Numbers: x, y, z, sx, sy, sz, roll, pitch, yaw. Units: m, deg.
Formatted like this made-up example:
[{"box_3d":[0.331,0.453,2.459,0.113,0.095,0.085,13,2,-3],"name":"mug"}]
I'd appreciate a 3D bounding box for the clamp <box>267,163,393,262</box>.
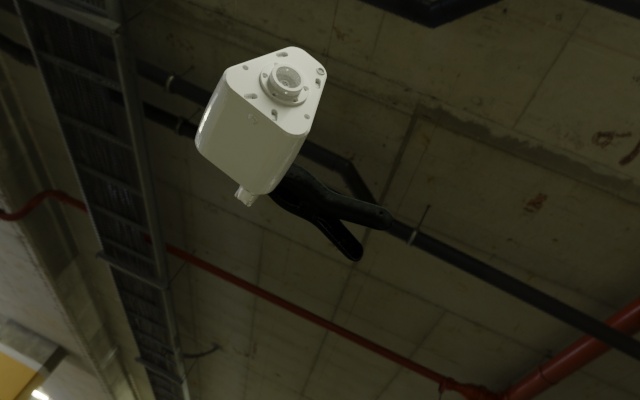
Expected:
[{"box_3d":[0.000,0.001,0.538,0.171,0.039,0.120,35,-35,-6],"name":"clamp"}]
